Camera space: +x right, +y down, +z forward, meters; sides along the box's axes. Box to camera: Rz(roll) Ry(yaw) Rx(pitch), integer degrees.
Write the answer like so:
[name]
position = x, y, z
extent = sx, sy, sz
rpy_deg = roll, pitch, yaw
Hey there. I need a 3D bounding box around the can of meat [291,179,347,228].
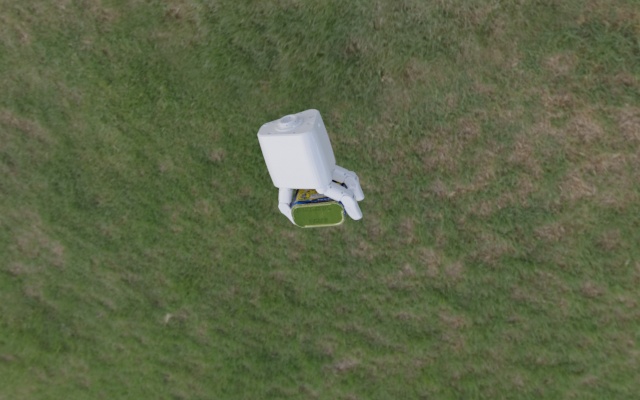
[can of meat]
position = 0.000, 0.003, 0.877
extent = 0.102, 0.057, 0.084
rpy_deg = -5, 35, 12
